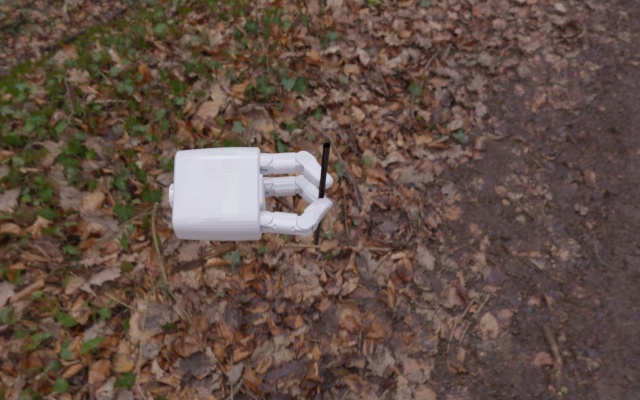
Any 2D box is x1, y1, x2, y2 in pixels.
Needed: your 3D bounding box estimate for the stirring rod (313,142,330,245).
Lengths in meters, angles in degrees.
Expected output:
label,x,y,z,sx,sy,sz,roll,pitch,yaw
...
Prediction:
label,x,y,z,sx,sy,sz,roll,pitch,yaw
stirring rod,0.000,0.002,0.630,0.011,0.011,0.240,0,-32,-4
